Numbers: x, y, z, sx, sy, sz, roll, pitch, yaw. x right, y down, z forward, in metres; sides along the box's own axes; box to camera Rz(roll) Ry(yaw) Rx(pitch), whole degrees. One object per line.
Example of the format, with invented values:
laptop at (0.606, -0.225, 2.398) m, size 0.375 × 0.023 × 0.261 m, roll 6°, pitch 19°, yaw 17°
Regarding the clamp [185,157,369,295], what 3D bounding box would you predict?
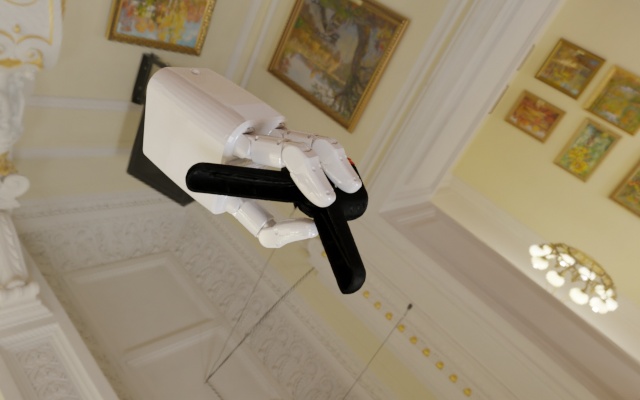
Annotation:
clamp at (0.000, 0.002, 0.446) m, size 0.164 × 0.036 × 0.210 m, roll 37°, pitch 26°, yaw 14°
